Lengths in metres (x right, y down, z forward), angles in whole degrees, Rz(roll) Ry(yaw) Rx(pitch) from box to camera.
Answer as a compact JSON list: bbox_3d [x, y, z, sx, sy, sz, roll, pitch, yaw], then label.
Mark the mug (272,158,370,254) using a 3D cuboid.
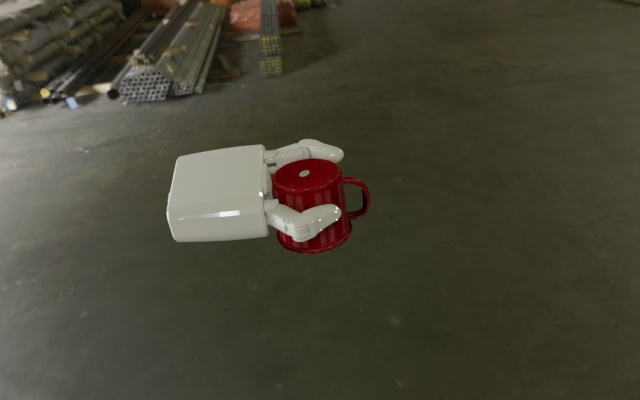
[{"bbox_3d":[0.002,0.002,0.560,0.117,0.081,0.093,-6,31,3],"label":"mug"}]
